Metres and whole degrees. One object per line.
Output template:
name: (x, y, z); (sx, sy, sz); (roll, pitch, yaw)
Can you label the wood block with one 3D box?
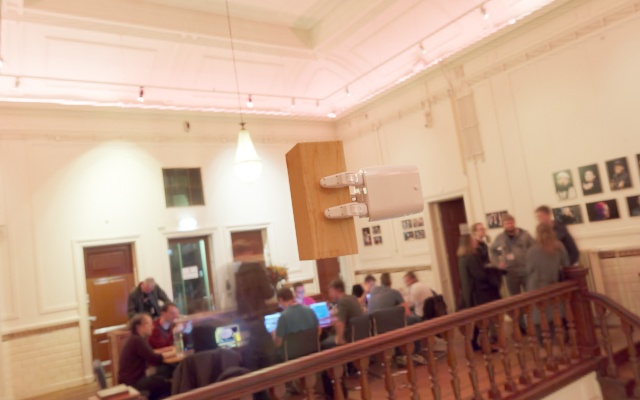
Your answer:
wood block: (0.000, 0.003, 0.879); (0.090, 0.206, 0.091); (-6, -6, -19)
